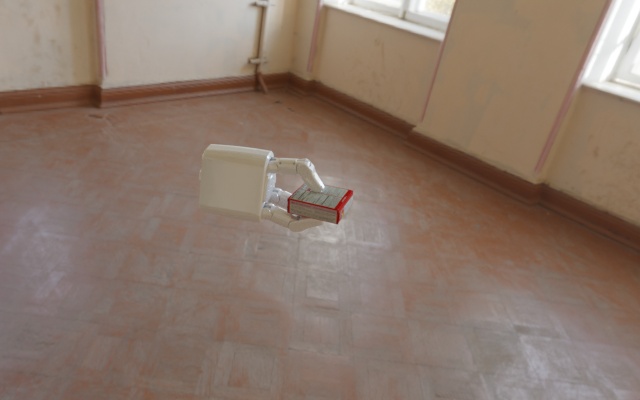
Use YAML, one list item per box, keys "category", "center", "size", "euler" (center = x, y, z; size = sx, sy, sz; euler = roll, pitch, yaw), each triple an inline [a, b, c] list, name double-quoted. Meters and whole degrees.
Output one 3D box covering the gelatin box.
- category: "gelatin box"
  center: [0.000, 0.002, 0.774]
  size: [0.089, 0.030, 0.073]
  euler: [12, 29, 18]
